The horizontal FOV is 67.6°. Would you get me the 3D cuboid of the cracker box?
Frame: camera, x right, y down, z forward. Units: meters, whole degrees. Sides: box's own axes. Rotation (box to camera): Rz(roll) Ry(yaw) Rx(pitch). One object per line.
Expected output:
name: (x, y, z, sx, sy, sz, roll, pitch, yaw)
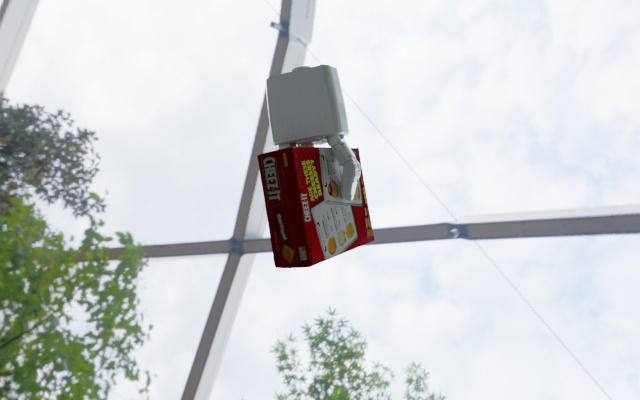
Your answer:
cracker box: (0.000, 0.002, 0.737, 0.072, 0.164, 0.213, -9, 1, 30)
